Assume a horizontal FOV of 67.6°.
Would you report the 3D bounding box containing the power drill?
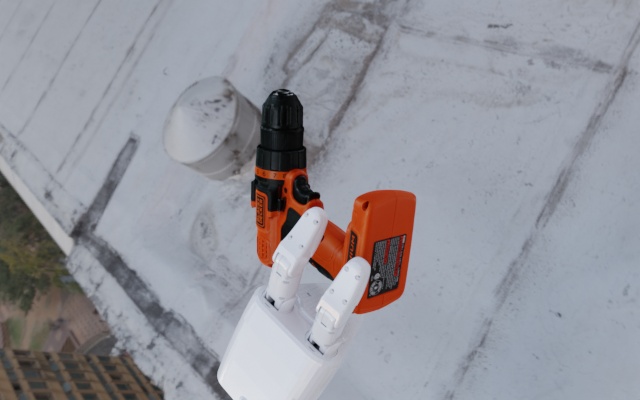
[{"bbox_3d":[0.000,0.002,0.433,0.057,0.184,0.187,-12,25,-33],"label":"power drill"}]
